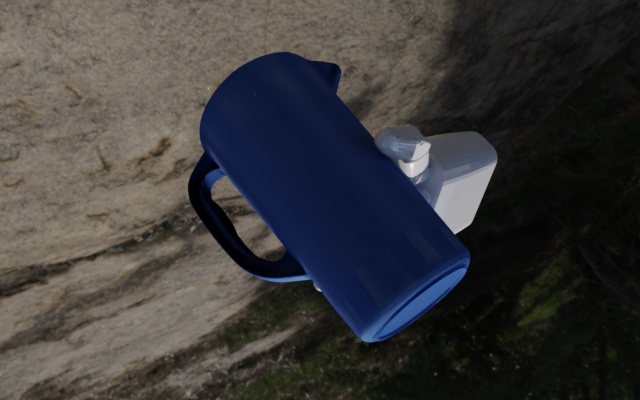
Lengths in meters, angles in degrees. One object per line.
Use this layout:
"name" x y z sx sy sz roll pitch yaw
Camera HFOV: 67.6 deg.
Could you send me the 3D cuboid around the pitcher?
"pitcher" 0.000 0.001 0.415 0.145 0.242 0.149 -15 -34 -41
